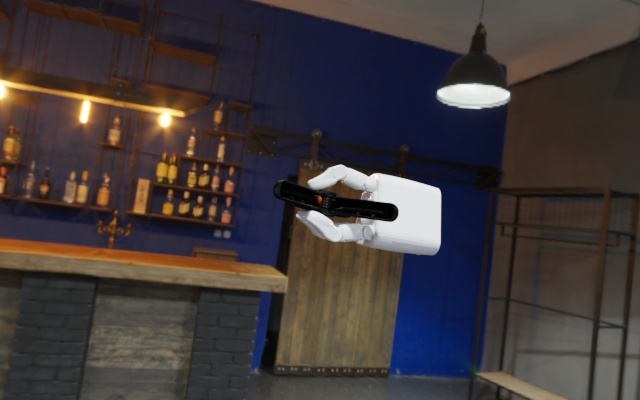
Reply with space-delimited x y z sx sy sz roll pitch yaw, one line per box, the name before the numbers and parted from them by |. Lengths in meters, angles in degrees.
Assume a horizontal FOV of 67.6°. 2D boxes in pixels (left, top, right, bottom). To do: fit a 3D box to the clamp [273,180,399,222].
clamp | 0.000 0.002 0.693 0.164 0.036 0.210 13 -4 -14
